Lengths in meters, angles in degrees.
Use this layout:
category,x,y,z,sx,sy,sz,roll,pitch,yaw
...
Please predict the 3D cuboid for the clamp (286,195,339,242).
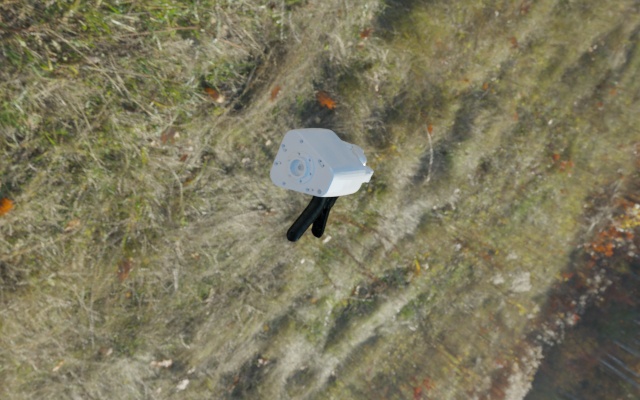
category,x,y,z,sx,sy,sz,roll,pitch,yaw
clamp,0.001,0.003,0.841,0.039,0.171,0.120,28,20,16
